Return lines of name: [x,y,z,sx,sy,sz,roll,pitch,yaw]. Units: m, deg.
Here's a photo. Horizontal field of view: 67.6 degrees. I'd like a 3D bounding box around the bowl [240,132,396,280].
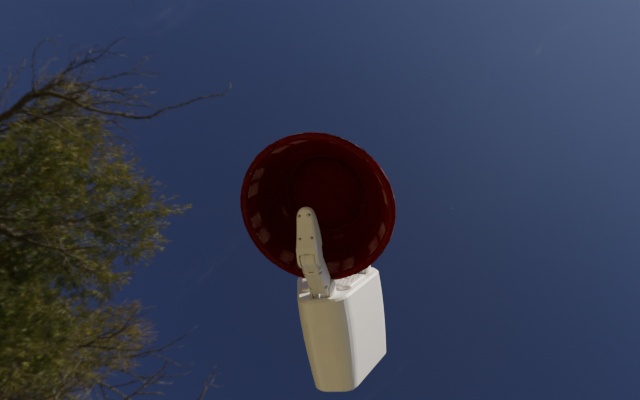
bowl: [0.000,0.000,0.507,0.162,0.162,0.055,0,21,13]
